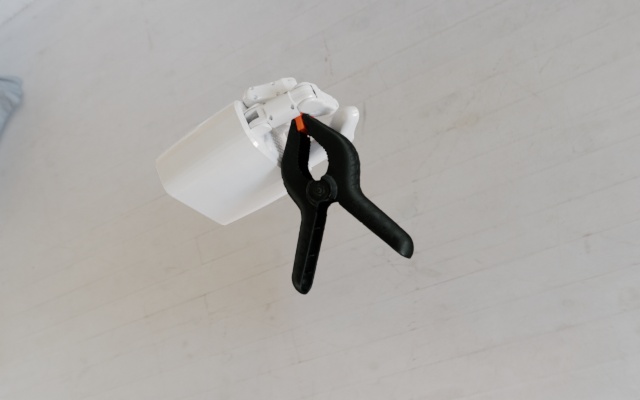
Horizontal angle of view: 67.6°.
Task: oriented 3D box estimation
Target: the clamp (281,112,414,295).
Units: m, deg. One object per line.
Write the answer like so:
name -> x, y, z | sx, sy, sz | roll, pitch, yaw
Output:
clamp -> 0.000, 0.001, 0.451 | 0.120, 0.171, 0.039 | -30, -19, 13
